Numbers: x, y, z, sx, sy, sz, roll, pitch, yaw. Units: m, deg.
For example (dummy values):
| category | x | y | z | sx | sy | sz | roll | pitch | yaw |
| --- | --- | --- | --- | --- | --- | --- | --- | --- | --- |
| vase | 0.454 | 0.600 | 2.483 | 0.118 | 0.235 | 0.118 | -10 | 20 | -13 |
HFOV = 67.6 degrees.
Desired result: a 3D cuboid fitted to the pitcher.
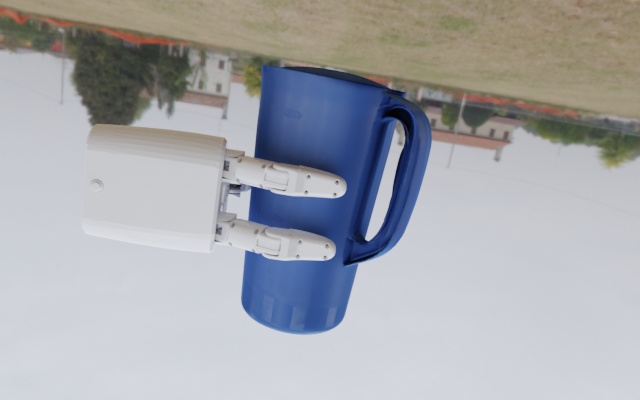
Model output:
| category | x | y | z | sx | sy | sz | roll | pitch | yaw |
| --- | --- | --- | --- | --- | --- | --- | --- | --- | --- |
| pitcher | 0.000 | 0.001 | 0.454 | 0.145 | 0.243 | 0.149 | 8 | 14 | -8 |
